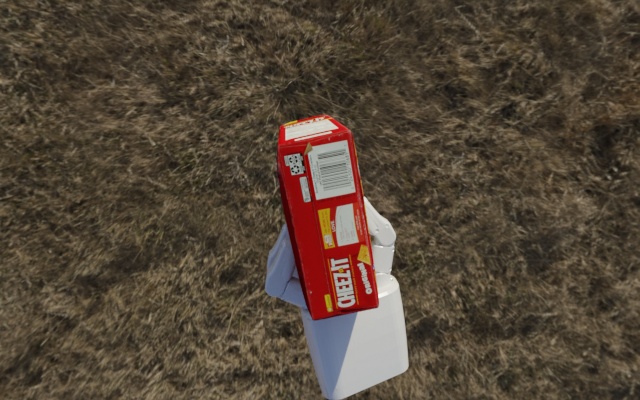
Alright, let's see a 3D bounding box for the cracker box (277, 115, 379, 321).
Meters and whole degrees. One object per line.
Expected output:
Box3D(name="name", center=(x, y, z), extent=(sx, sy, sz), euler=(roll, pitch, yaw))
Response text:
Box3D(name="cracker box", center=(0.000, 0.002, 0.508), extent=(0.072, 0.164, 0.213), euler=(-11, 14, -2))
